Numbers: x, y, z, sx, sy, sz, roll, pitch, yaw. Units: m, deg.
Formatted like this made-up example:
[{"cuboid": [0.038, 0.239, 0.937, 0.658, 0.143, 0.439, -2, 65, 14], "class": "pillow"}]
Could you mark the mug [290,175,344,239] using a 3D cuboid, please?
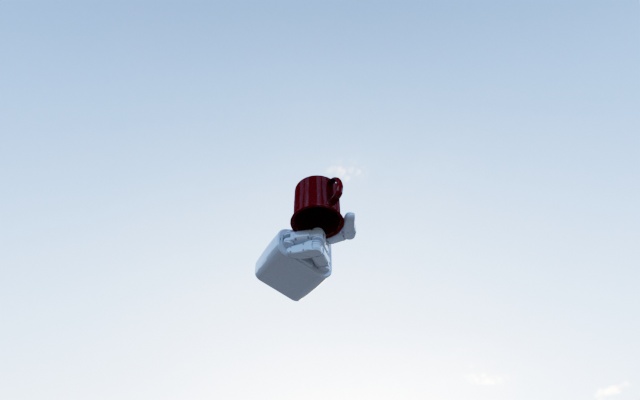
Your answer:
[{"cuboid": [0.001, 0.002, 0.835, 0.093, 0.081, 0.117, 23, -48, -23], "class": "mug"}]
